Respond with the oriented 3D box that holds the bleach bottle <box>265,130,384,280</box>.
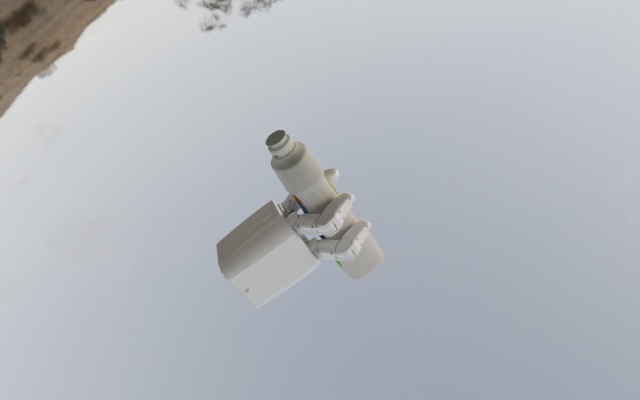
[{"bbox_3d":[0.000,0.002,0.649,0.068,0.251,0.102,-37,38,-2],"label":"bleach bottle"}]
